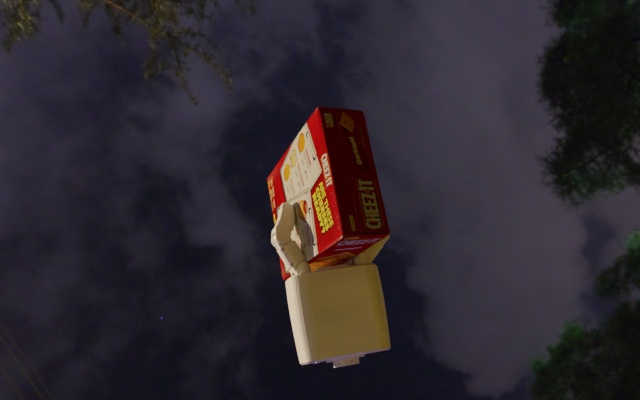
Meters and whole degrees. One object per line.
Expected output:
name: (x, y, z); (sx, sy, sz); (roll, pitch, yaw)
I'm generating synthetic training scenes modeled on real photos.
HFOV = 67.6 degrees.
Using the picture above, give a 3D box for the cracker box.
cracker box: (0.000, 0.002, 0.636); (0.072, 0.164, 0.214); (-2, -20, -25)
